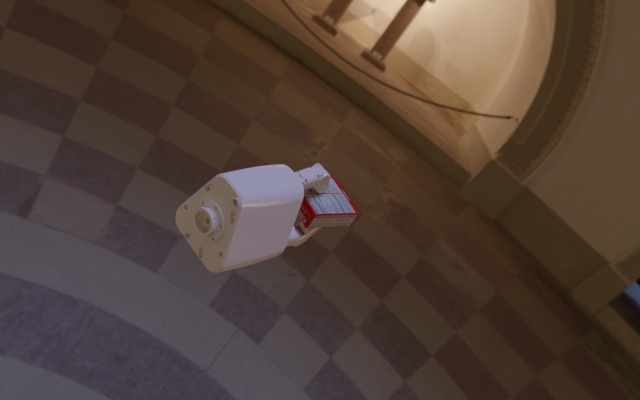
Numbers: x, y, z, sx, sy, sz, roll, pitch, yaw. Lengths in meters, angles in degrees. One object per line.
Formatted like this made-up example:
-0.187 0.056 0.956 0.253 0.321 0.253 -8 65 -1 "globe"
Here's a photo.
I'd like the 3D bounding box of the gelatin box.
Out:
0.001 0.002 0.666 0.089 0.073 0.030 -1 -43 -43 "gelatin box"
